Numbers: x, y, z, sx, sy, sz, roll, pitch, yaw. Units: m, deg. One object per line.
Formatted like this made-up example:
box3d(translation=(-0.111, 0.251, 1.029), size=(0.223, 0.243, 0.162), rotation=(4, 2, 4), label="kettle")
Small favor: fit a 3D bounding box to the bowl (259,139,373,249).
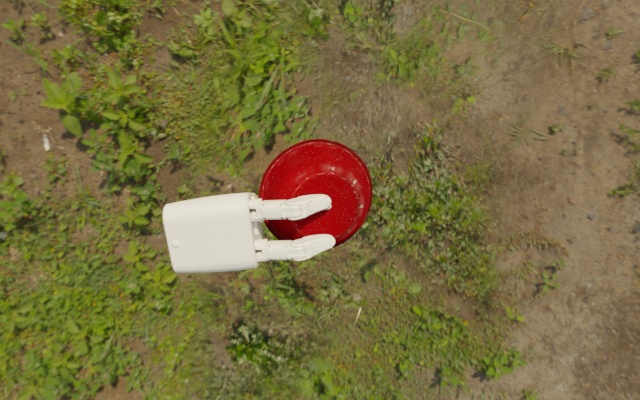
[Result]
box3d(translation=(0.001, 0.002, 0.636), size=(0.162, 0.162, 0.055), rotation=(0, 16, -12), label="bowl")
